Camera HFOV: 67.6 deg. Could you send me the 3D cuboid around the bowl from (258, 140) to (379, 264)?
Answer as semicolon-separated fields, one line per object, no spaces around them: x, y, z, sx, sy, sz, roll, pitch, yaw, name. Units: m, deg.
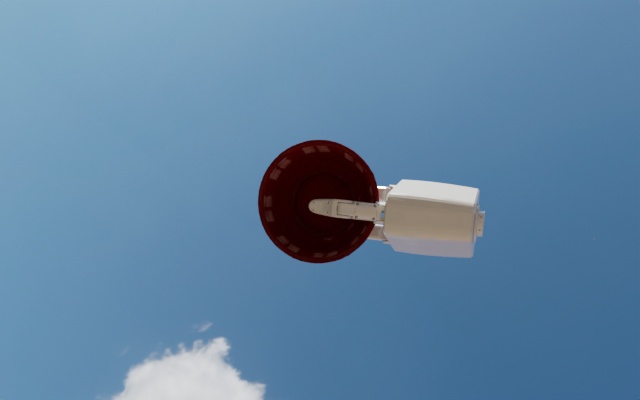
-0.001;0.002;0.646;0.162;0.162;0.055;0;-2;10;bowl
